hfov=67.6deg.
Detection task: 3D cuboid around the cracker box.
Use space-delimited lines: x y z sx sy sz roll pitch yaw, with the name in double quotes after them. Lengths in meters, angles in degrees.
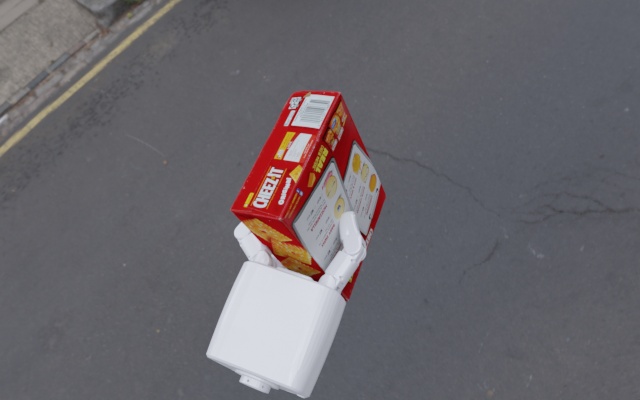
0.000 0.002 0.572 0.072 0.164 0.214 10 -27 28 "cracker box"
